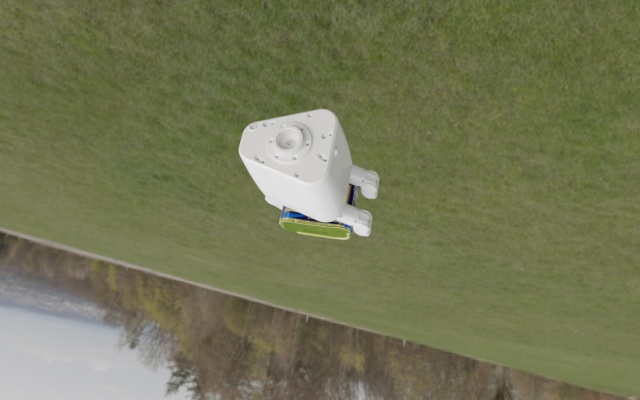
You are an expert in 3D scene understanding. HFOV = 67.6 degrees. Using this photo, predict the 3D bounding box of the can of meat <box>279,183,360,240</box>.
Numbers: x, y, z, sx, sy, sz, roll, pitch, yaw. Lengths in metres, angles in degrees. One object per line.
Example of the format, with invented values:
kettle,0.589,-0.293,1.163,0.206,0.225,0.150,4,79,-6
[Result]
can of meat,0.000,0.002,0.648,0.102,0.084,0.057,7,-20,10
